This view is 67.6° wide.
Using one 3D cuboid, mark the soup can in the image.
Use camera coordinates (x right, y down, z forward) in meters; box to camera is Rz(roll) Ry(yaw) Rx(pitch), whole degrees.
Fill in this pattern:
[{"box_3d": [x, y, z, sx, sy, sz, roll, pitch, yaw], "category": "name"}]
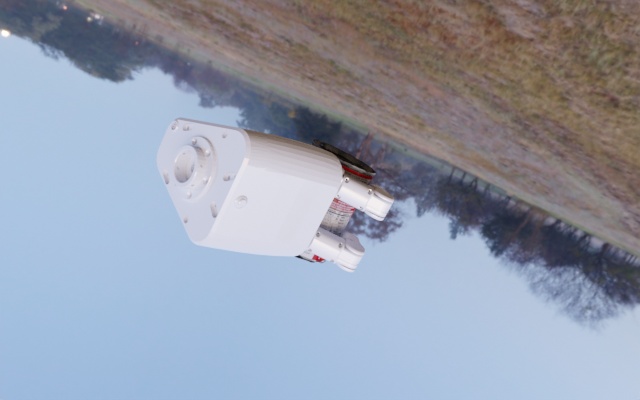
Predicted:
[{"box_3d": [0.000, 0.002, 0.465, 0.068, 0.102, 0.068, 26, 13, -6], "category": "soup can"}]
